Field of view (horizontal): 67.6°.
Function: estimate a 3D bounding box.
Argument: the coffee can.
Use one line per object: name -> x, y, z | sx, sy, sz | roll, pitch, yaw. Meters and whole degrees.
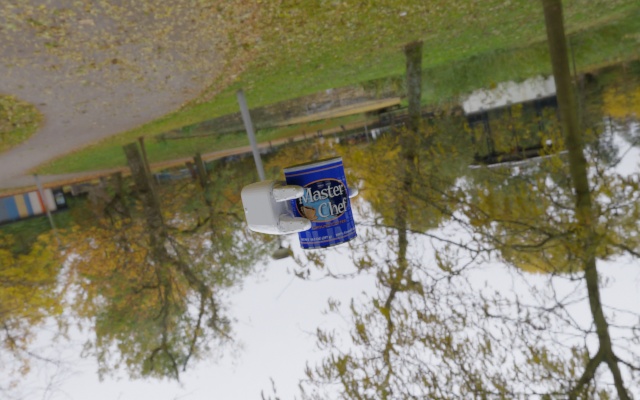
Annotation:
coffee can -> 0.000, 0.003, 0.819 | 0.103, 0.140, 0.103 | -12, 7, 1
